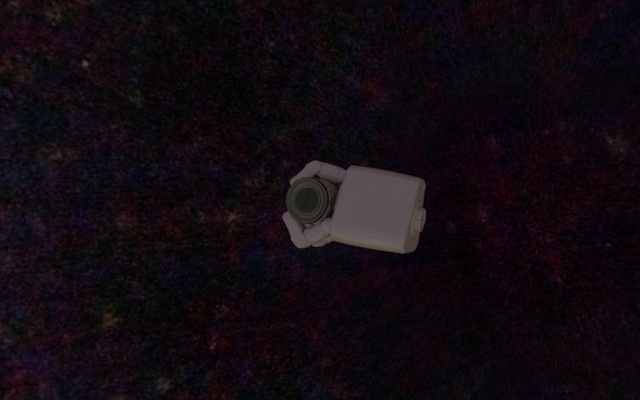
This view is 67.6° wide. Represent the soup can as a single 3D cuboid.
[{"bbox_3d":[0.000,0.002,0.713,0.068,0.068,0.102,0,-3,23],"label":"soup can"}]
